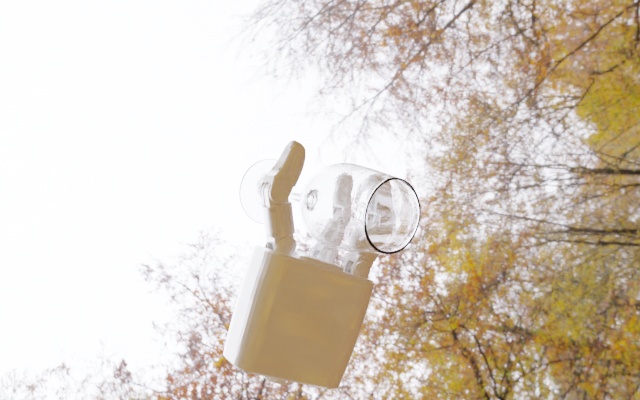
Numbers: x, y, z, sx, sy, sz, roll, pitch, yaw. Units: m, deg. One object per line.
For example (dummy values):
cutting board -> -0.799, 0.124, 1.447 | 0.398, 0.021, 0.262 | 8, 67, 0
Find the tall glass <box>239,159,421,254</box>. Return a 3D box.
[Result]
tall glass -> 0.000, 0.001, 0.456 | 0.079, 0.079, 0.201 | 0, 6, -36
